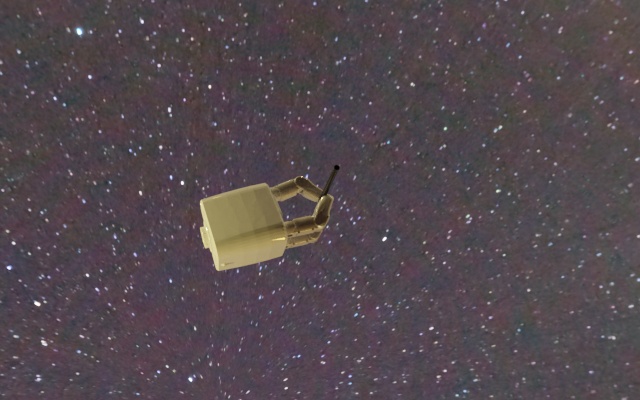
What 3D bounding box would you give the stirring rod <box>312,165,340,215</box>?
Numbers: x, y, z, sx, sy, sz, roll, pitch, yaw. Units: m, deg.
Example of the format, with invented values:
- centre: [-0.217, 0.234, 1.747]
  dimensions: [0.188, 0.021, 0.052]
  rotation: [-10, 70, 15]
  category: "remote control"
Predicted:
- centre: [0.000, 0.002, 0.767]
  dimensions: [0.011, 0.011, 0.240]
  rotation: [0, -24, -12]
  category: "stirring rod"
